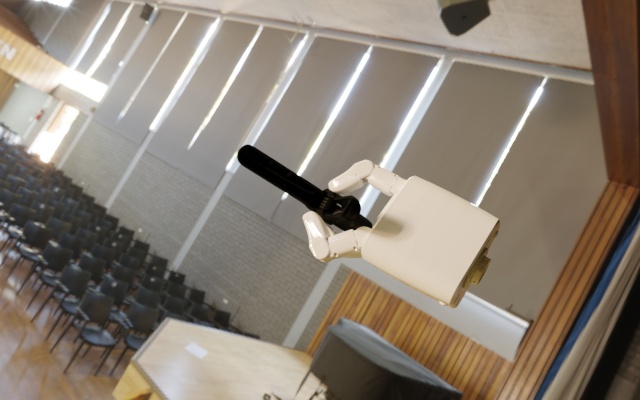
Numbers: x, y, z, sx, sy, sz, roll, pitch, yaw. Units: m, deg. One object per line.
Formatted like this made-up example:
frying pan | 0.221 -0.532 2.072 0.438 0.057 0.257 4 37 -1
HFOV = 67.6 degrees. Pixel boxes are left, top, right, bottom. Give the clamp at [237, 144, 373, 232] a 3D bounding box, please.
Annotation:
clamp | 0.001 0.001 0.574 0.164 0.036 0.210 30 -4 25
